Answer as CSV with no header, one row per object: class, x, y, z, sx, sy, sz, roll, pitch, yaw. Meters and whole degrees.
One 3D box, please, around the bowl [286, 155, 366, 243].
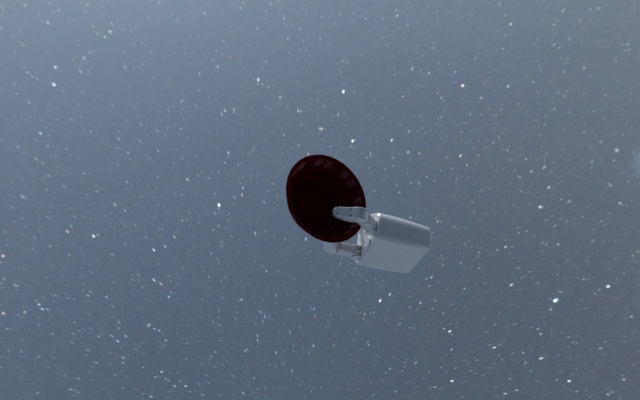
bowl,-0.001,0.002,0.847,0.162,0.162,0.055,0,-18,-32
